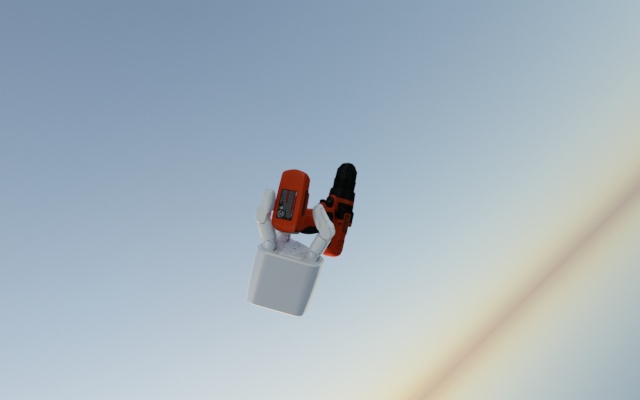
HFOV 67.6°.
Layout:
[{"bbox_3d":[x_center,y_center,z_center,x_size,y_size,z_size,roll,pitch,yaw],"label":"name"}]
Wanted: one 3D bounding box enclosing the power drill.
[{"bbox_3d":[0.000,0.003,0.860,0.057,0.184,0.188,6,-8,36],"label":"power drill"}]
